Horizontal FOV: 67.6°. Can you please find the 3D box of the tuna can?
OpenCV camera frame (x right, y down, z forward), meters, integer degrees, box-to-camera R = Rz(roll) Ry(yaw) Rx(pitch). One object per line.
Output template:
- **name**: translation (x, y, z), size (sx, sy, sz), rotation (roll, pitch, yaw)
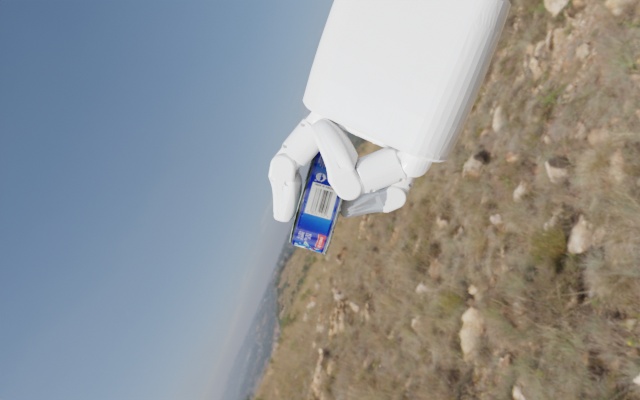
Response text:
- **tuna can**: translation (-0.001, 0.001, 0.413), size (0.034, 0.086, 0.086), rotation (16, 0, 0)
